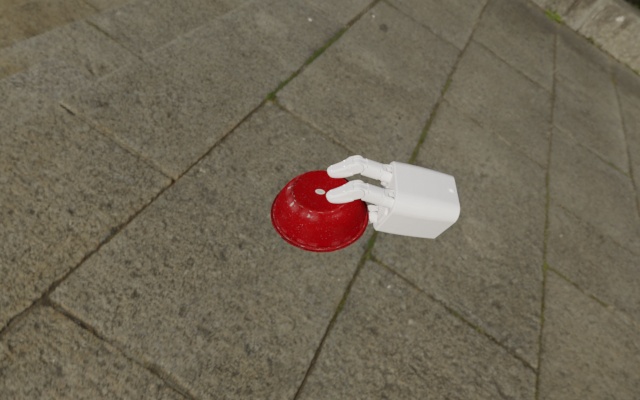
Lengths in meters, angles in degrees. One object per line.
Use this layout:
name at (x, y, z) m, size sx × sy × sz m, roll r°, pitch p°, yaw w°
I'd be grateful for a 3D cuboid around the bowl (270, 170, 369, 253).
bowl at (-0.001, 0.002, 0.761) m, size 0.162 × 0.162 × 0.055 m, roll 0°, pitch -42°, yaw -3°
